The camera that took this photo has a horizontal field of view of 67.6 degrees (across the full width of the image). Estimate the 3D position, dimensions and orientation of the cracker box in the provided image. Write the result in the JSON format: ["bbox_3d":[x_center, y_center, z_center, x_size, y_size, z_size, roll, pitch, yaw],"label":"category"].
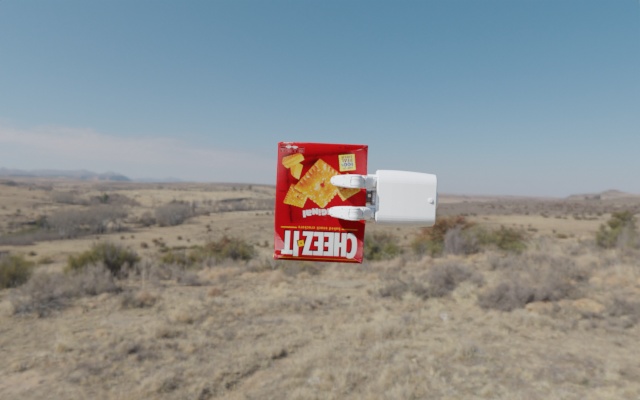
[{"bbox_3d":[0.000,0.003,0.872,0.164,0.213,0.072,3,2,1],"label":"cracker box"}]
